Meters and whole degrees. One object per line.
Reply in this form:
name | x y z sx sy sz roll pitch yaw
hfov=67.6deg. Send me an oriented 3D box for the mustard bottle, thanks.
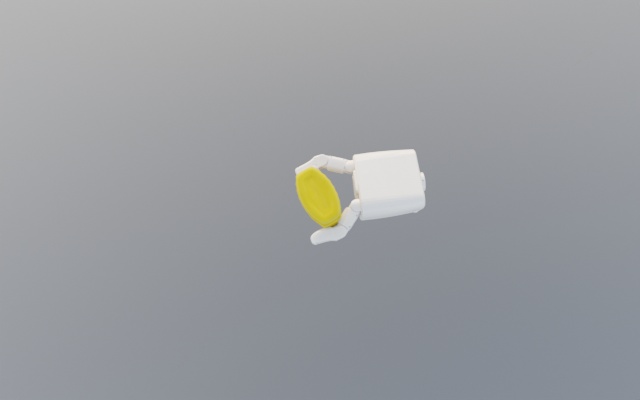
mustard bottle | 0.000 0.003 0.836 0.058 0.096 0.191 -31 -7 -1
